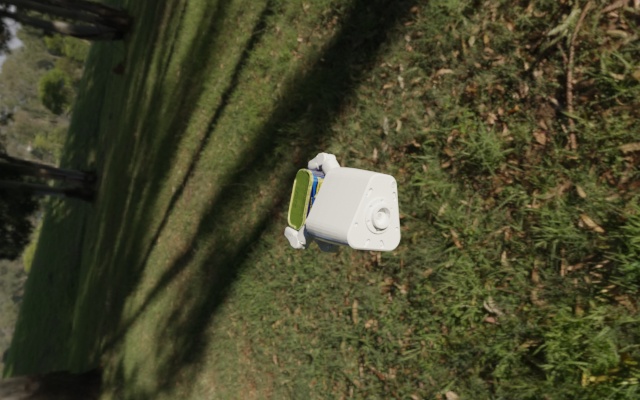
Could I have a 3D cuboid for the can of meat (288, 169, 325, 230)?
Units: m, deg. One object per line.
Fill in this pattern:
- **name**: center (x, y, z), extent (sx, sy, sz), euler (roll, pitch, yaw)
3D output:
- **can of meat**: center (0.000, 0.002, 0.774), extent (0.084, 0.102, 0.057), euler (8, 5, -32)
